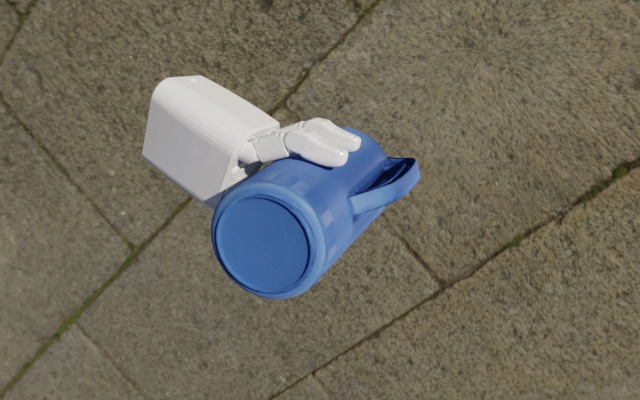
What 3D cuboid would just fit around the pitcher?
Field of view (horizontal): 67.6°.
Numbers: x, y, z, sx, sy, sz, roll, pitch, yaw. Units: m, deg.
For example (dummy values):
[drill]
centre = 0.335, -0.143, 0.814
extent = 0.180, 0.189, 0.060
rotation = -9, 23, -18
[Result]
[pitcher]
centre = 0.000, 0.002, 0.502
extent = 0.145, 0.149, 0.242
rotation = 34, 24, 6
